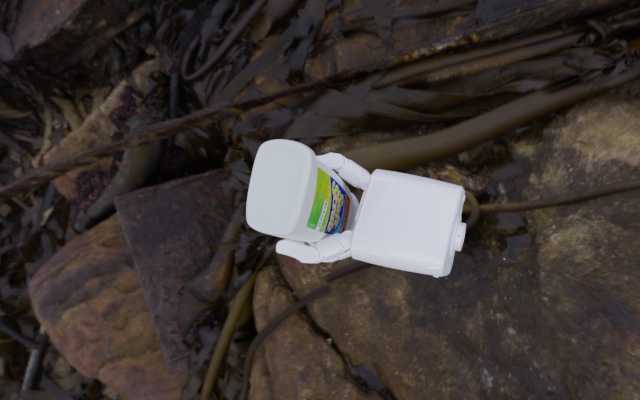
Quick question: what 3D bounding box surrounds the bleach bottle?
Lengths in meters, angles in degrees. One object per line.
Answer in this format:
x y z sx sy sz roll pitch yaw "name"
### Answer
0.000 0.002 0.597 0.068 0.102 0.251 11 -2 22 "bleach bottle"
